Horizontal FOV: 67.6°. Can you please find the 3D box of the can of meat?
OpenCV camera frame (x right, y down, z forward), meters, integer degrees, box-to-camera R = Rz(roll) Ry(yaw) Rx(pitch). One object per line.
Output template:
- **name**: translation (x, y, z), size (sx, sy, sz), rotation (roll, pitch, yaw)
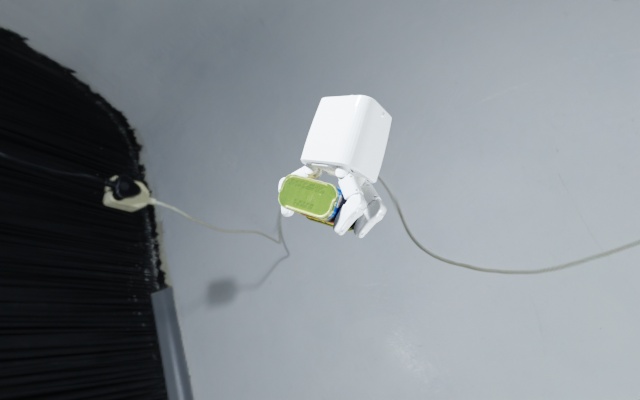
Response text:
- **can of meat**: translation (0.000, 0.002, 0.702), size (0.102, 0.057, 0.084), rotation (16, -5, 32)
